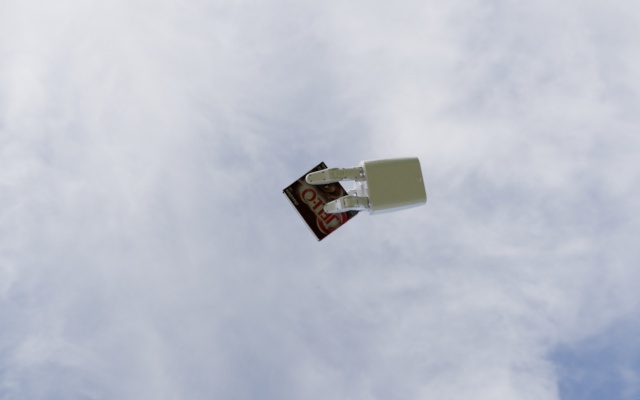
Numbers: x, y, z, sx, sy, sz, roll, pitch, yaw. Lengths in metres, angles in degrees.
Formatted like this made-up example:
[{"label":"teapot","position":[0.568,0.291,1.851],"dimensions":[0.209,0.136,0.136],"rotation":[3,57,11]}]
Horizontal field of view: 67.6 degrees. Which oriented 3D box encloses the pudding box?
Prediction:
[{"label":"pudding box","position":[0.000,0.003,0.842],"dimensions":[0.090,0.113,0.039],"rotation":[-36,-5,-11]}]
